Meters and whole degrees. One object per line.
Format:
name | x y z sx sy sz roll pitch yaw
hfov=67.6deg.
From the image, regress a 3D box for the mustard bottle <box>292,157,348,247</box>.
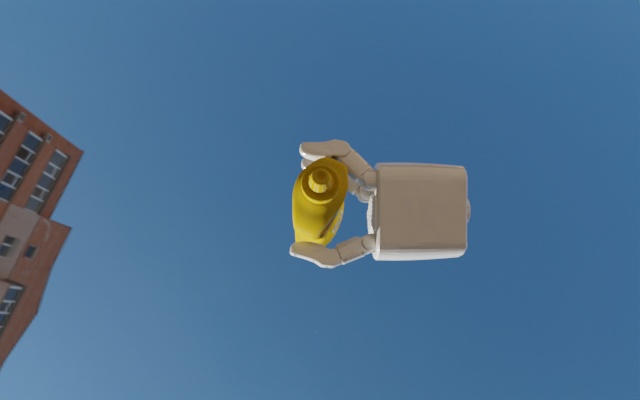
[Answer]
mustard bottle | 0.000 0.002 0.571 0.058 0.096 0.192 24 -14 6
